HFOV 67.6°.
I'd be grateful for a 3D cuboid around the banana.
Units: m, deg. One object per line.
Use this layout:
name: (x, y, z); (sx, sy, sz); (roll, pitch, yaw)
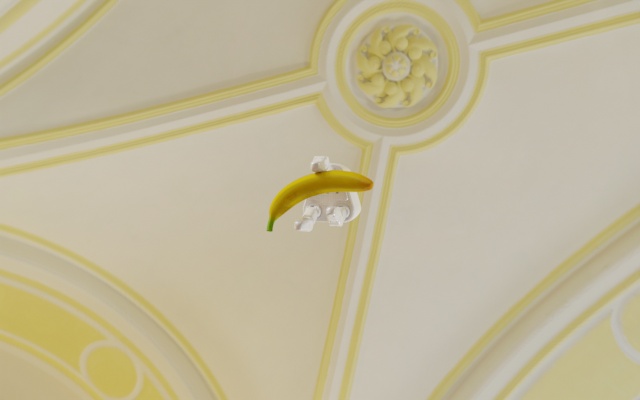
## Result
banana: (-0.010, -0.013, 0.809); (0.198, 0.069, 0.037); (-24, -12, 13)
